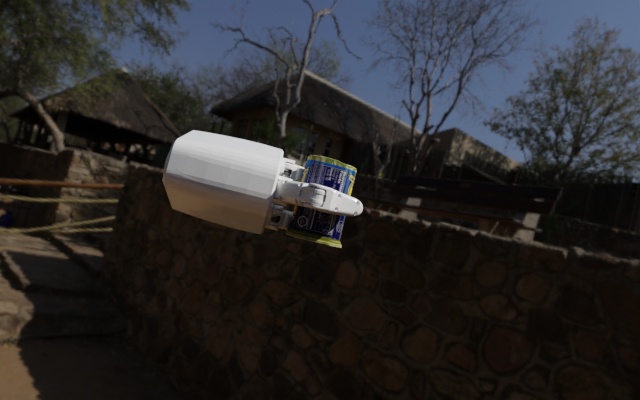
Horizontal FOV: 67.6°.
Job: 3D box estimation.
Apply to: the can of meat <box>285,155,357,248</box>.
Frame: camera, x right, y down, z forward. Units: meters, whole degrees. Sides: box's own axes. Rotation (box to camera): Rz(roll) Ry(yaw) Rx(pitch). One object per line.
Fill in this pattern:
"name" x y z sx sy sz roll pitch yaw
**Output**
"can of meat" 0.000 0.001 0.512 0.057 0.084 0.102 14 -3 -4
